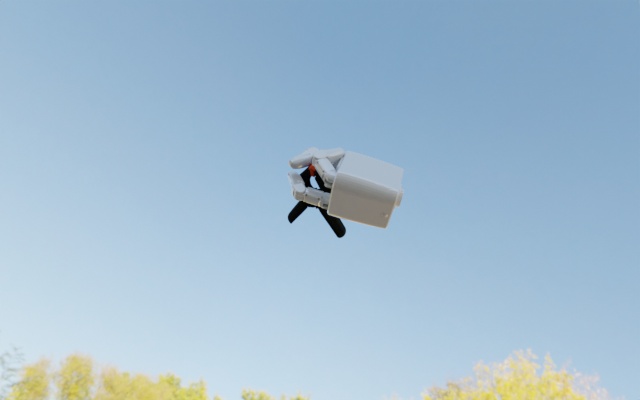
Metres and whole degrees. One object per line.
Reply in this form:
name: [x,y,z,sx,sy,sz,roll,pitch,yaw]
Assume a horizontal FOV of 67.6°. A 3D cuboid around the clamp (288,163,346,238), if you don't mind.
clamp: [0.000,0.002,0.887,0.120,0.039,0.172,17,-41,6]
